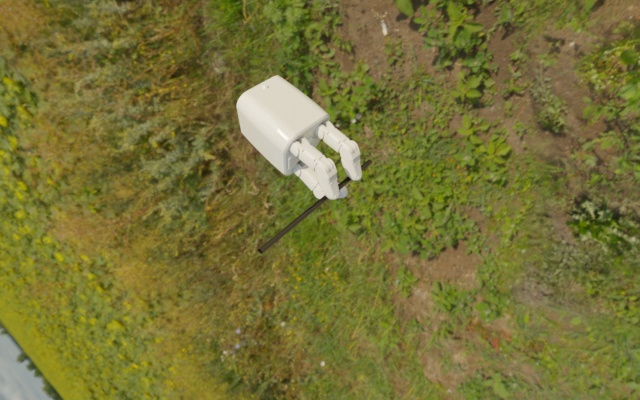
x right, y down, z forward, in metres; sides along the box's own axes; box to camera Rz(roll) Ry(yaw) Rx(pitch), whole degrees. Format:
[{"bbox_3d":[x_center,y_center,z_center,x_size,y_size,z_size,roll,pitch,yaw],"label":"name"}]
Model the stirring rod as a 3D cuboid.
[{"bbox_3d":[0.000,0.002,0.676,0.011,0.011,0.239,0,31,49],"label":"stirring rod"}]
